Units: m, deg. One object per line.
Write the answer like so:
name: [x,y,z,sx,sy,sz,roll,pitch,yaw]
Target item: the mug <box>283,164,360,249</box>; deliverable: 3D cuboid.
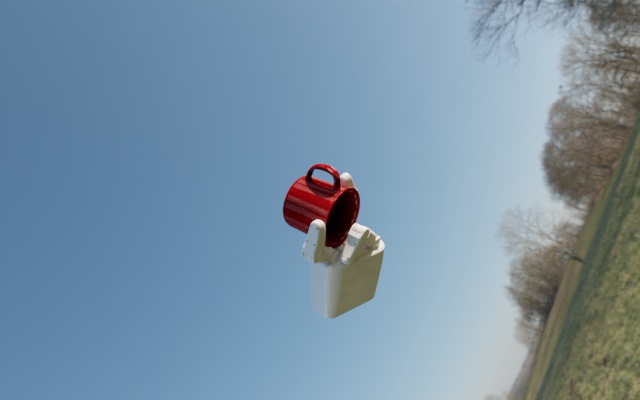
mug: [0.000,0.001,0.690,0.081,0.117,0.093,22,34,29]
